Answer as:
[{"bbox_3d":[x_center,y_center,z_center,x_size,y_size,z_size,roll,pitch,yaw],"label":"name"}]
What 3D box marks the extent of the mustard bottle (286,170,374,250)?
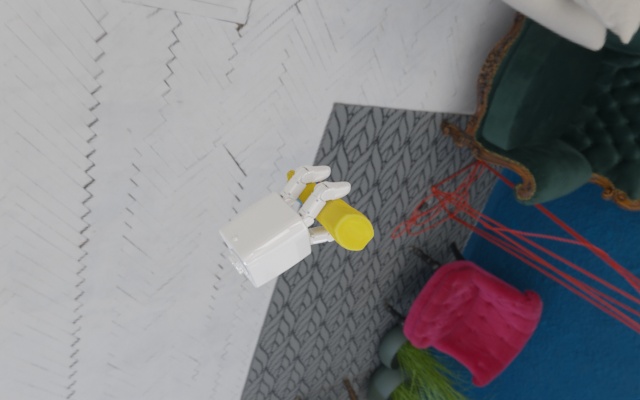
[{"bbox_3d":[0.001,0.002,0.782,0.191,0.058,0.096,42,4,41],"label":"mustard bottle"}]
